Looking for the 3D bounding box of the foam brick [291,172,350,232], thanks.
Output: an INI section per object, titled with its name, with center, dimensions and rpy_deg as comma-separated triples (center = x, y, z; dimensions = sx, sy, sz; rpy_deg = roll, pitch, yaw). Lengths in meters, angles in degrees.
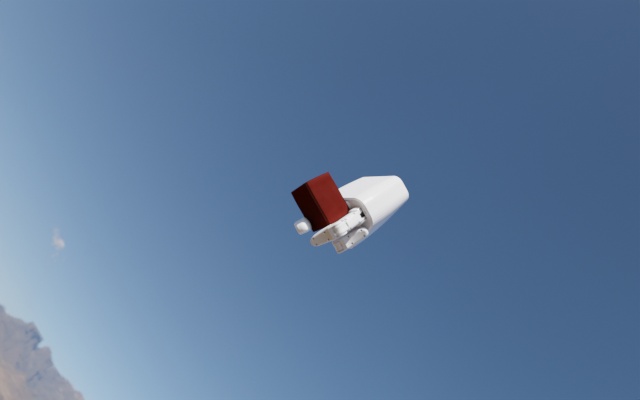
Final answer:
[foam brick]
center = 0.000, 0.002, 0.768
dimensions = 0.051, 0.078, 0.053
rpy_deg = -31, 3, -35
